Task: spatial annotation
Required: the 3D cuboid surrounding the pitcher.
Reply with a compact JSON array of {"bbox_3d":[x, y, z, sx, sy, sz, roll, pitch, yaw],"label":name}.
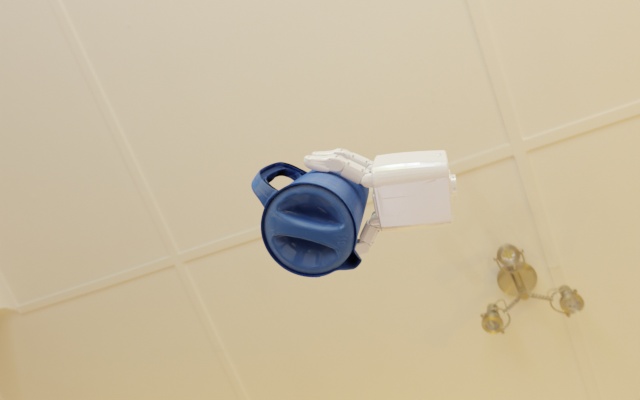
[{"bbox_3d":[0.000,0.002,0.737,0.145,0.149,0.242,-6,15,14],"label":"pitcher"}]
